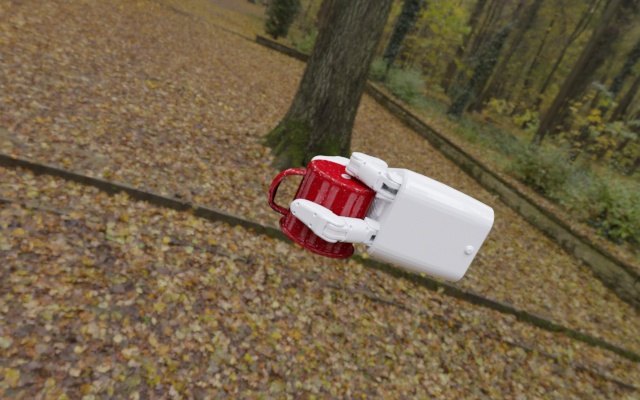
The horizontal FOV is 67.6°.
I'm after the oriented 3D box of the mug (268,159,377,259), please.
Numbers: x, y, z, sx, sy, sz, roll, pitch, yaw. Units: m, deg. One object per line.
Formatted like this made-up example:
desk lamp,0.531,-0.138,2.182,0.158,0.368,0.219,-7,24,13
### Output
mug,-0.001,0.001,0.531,0.117,0.081,0.093,21,19,-10
